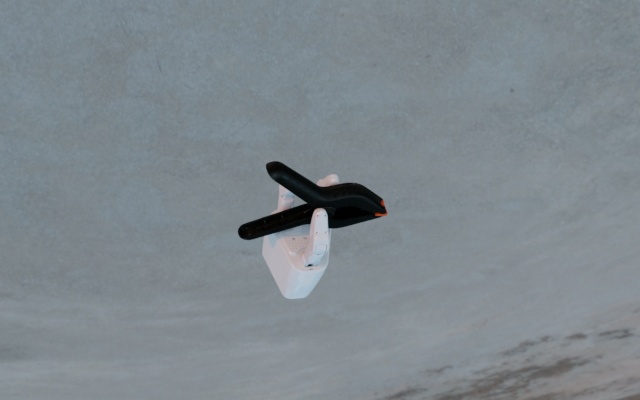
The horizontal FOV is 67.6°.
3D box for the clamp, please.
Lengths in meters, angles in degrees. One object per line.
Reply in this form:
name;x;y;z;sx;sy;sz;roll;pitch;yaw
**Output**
clamp;0.001;0.003;0.653;0.210;0.036;0.165;-2;-32;-18
